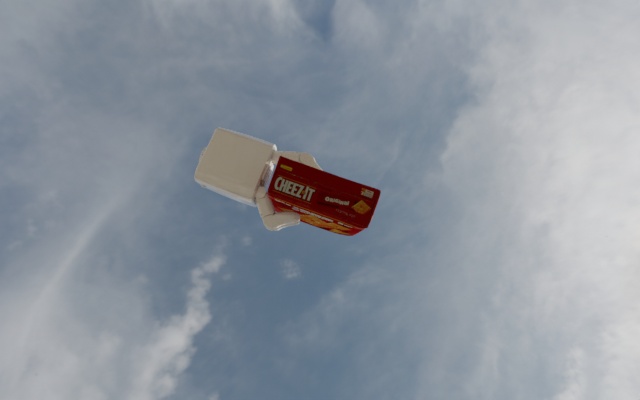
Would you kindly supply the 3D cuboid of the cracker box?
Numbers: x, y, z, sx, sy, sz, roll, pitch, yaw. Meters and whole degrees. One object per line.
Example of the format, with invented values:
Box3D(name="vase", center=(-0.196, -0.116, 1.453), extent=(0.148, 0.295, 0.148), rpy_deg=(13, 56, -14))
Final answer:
Box3D(name="cracker box", center=(0.000, 0.003, 0.817), extent=(0.164, 0.072, 0.214), rpy_deg=(19, -8, 0))
